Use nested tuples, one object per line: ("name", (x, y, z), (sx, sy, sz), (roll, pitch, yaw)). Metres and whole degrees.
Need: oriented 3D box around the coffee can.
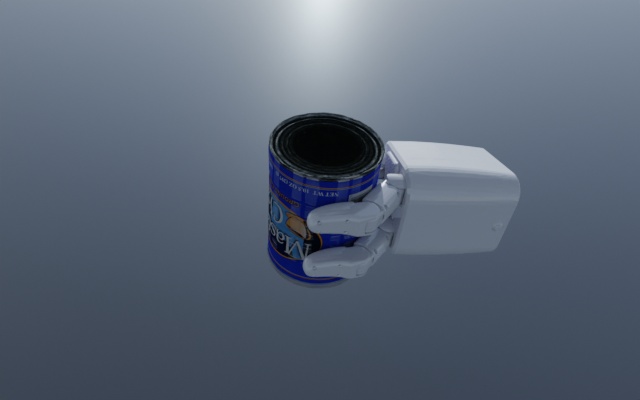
("coffee can", (0.000, 0.002, 0.465), (0.103, 0.140, 0.102), (4, 41, -3))
